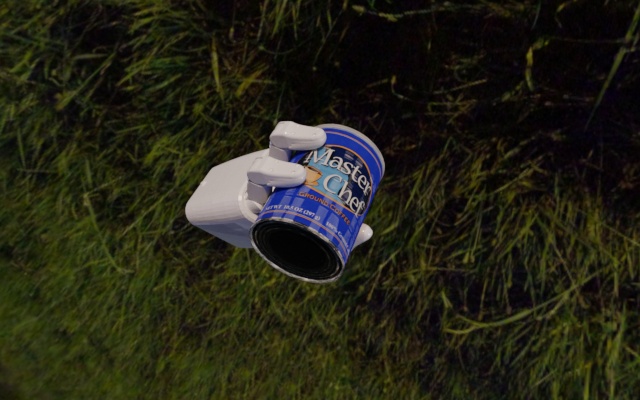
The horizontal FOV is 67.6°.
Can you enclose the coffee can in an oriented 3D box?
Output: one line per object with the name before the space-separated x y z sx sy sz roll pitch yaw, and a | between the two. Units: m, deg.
coffee can | 0.000 0.002 0.512 0.103 0.140 0.103 17 -37 13
